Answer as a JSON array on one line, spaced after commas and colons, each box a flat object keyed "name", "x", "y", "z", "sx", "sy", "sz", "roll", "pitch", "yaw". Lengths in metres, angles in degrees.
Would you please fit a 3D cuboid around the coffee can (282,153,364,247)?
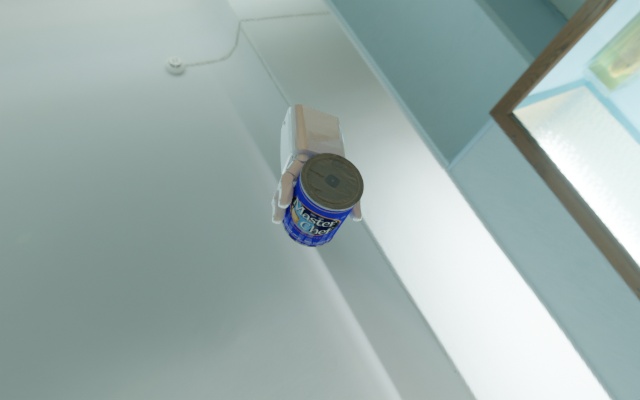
[{"name": "coffee can", "x": 0.000, "y": 0.003, "z": 0.793, "sx": 0.103, "sy": 0.102, "sz": 0.140, "roll": 0, "pitch": -29, "yaw": -18}]
